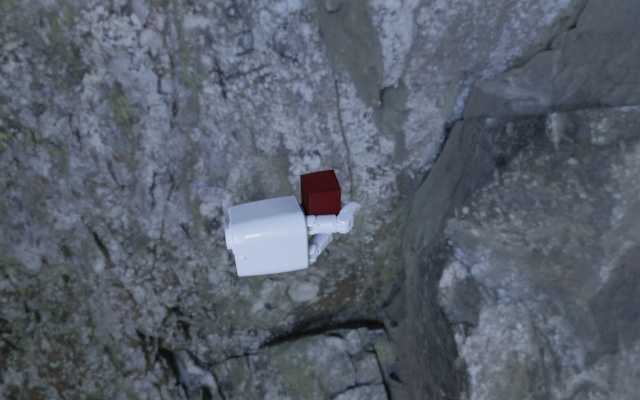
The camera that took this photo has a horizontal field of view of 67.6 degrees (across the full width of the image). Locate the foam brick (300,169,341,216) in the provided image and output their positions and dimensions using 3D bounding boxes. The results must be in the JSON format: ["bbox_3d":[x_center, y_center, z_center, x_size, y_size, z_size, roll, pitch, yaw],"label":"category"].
[{"bbox_3d":[0.000,0.002,0.710,0.051,0.078,0.053,-8,37,-9],"label":"foam brick"}]
